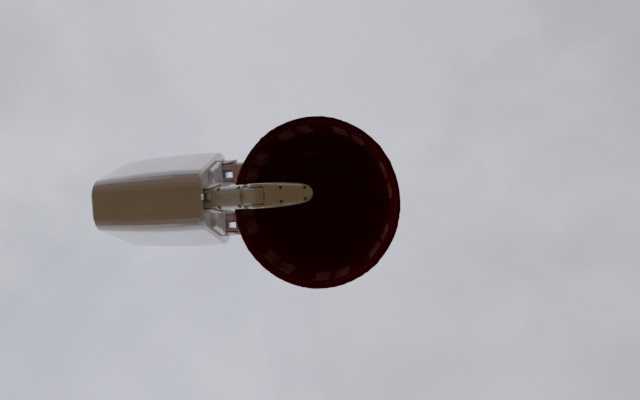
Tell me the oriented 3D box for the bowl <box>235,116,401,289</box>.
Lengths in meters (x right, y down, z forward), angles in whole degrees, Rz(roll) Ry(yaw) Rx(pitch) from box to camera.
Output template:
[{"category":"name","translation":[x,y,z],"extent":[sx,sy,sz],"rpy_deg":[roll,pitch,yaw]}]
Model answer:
[{"category":"bowl","translation":[0.001,0.002,0.469],"extent":[0.162,0.162,0.055],"rpy_deg":[0,1,15]}]
